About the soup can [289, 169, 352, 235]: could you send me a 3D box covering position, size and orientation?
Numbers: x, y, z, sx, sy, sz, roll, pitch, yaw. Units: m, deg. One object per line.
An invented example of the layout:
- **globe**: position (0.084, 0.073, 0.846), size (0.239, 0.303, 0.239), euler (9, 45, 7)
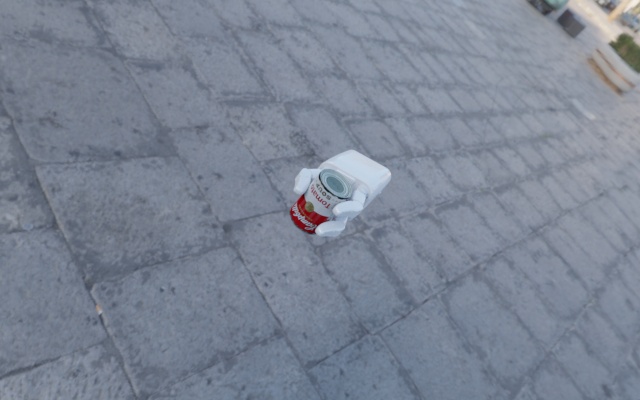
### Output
- **soup can**: position (0.000, 0.003, 0.825), size (0.068, 0.068, 0.102), euler (0, -39, -43)
